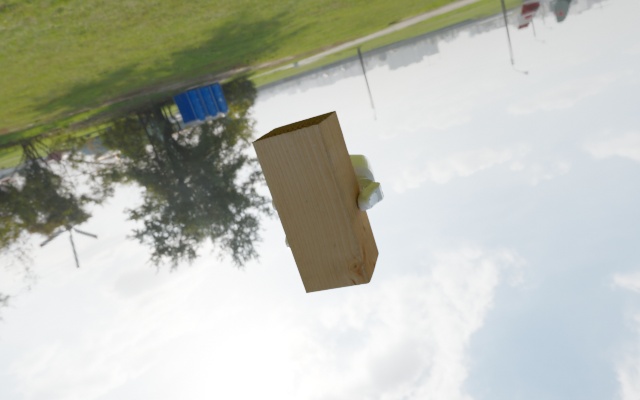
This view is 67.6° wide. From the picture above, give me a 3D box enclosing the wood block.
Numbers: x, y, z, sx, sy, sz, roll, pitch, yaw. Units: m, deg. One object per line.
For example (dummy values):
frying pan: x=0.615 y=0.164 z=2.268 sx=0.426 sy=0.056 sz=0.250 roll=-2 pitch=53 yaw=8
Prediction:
wood block: x=0.001 y=0.002 z=0.612 sx=0.091 sy=0.206 sz=0.090 roll=-13 pitch=16 yaw=20
